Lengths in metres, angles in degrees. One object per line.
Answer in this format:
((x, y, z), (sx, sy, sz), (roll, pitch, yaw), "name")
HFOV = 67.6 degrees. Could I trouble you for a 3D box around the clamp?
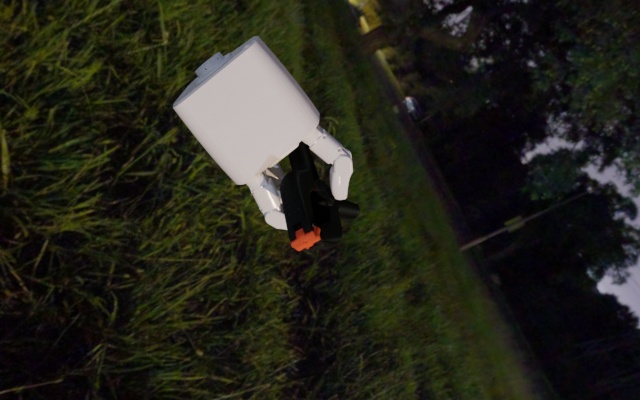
((0.001, 0.002, 0.554), (0.036, 0.165, 0.209), (-31, 26, 18), "clamp")
